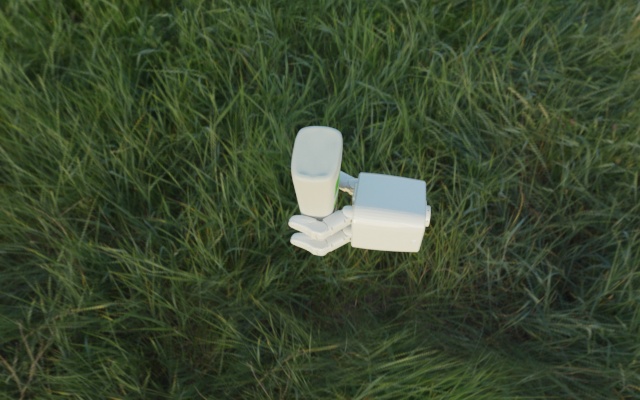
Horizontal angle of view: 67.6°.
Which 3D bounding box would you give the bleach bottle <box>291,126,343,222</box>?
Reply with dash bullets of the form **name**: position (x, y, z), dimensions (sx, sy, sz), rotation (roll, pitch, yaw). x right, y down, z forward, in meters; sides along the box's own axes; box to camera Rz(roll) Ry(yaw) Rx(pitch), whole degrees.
- **bleach bottle**: position (0.000, 0.003, 0.757), dimensions (0.068, 0.102, 0.251), rotation (5, -32, 6)
